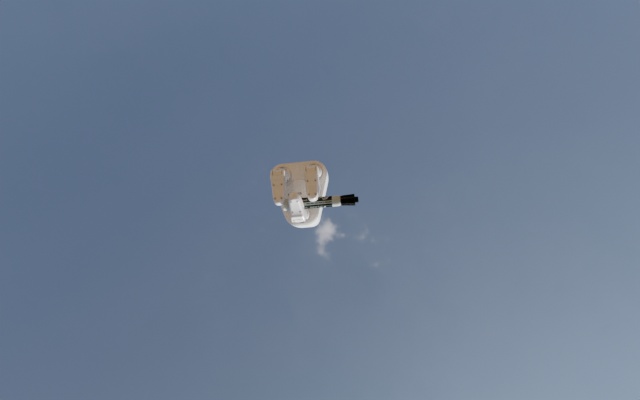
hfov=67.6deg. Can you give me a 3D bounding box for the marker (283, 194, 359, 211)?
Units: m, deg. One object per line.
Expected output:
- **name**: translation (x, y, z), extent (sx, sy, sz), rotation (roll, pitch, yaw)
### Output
- **marker**: translation (0.000, 0.003, 0.764), extent (0.121, 0.020, 0.020), rotation (-4, 0, 4)
